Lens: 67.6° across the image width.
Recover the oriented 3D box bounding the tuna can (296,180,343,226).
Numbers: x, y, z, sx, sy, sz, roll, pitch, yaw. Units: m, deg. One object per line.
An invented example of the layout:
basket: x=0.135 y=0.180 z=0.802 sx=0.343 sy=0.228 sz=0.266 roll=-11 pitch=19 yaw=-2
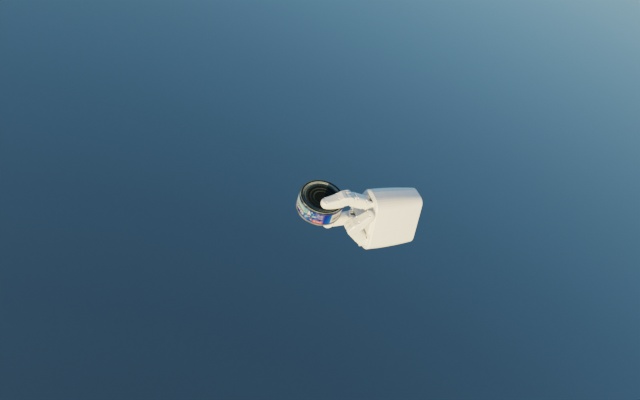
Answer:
tuna can: x=0.000 y=0.003 z=0.877 sx=0.086 sy=0.086 sz=0.034 roll=0 pitch=-41 yaw=-16
